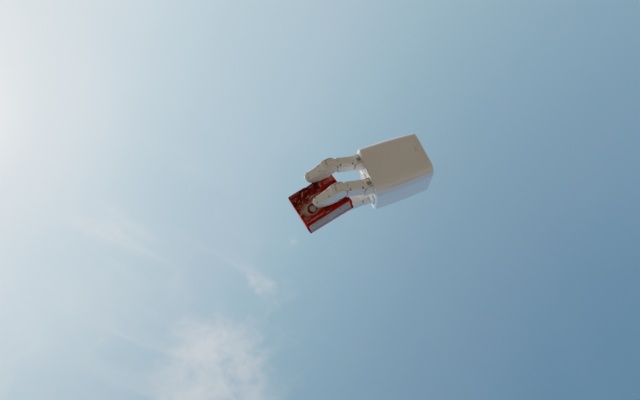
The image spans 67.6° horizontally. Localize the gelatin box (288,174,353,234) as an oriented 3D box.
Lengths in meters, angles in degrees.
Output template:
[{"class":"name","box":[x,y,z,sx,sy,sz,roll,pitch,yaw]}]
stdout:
[{"class":"gelatin box","box":[0.000,0.003,0.820,0.089,0.073,0.030,-32,-33,-5]}]
